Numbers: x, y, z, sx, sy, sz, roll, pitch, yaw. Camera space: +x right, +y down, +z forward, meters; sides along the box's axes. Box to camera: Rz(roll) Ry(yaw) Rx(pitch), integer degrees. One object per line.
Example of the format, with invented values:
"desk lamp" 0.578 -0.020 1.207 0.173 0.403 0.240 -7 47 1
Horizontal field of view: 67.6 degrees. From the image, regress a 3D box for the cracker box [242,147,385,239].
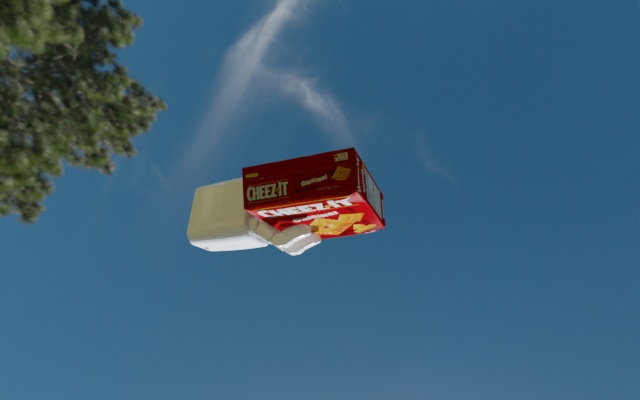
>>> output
"cracker box" 0.000 0.002 0.729 0.164 0.072 0.214 -10 -19 15
